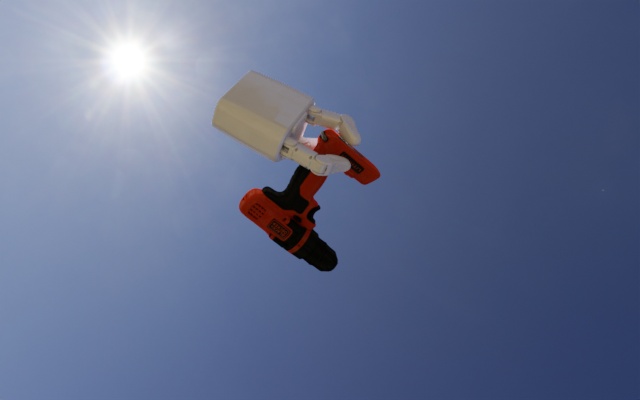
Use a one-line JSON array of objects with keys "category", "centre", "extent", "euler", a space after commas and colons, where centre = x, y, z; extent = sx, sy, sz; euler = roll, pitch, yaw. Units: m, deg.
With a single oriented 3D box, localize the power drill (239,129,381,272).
[{"category": "power drill", "centre": [0.000, 0.002, 0.719], "extent": [0.184, 0.188, 0.057], "euler": [39, 11, -20]}]
